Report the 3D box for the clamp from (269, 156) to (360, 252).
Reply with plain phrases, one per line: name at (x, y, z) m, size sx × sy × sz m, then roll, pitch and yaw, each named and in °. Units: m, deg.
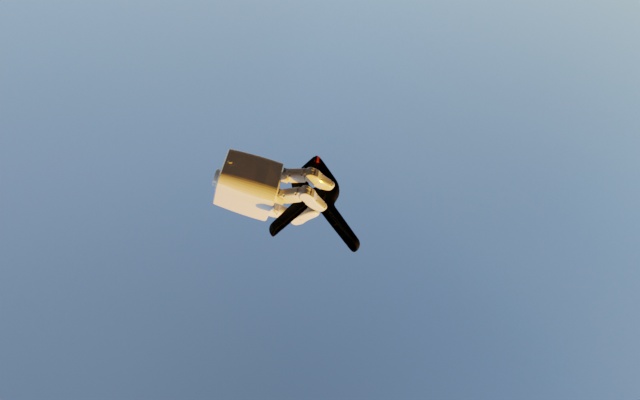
clamp at (0.000, 0.003, 0.892) m, size 0.164 × 0.209 × 0.036 m, roll 18°, pitch -43°, yaw -10°
